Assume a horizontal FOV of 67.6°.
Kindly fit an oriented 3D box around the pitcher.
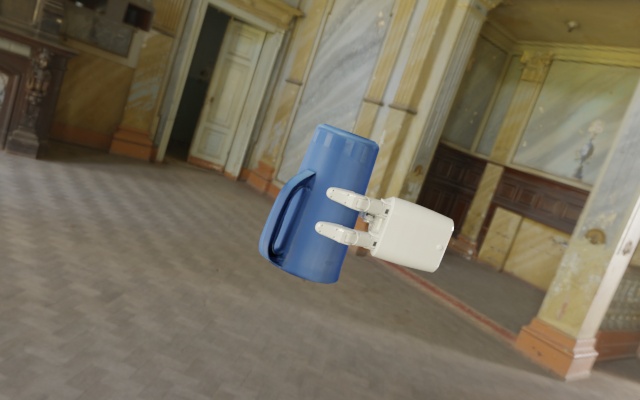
[{"bbox_3d":[0.000,0.003,0.777,0.145,0.243,0.149,19,8,-5],"label":"pitcher"}]
